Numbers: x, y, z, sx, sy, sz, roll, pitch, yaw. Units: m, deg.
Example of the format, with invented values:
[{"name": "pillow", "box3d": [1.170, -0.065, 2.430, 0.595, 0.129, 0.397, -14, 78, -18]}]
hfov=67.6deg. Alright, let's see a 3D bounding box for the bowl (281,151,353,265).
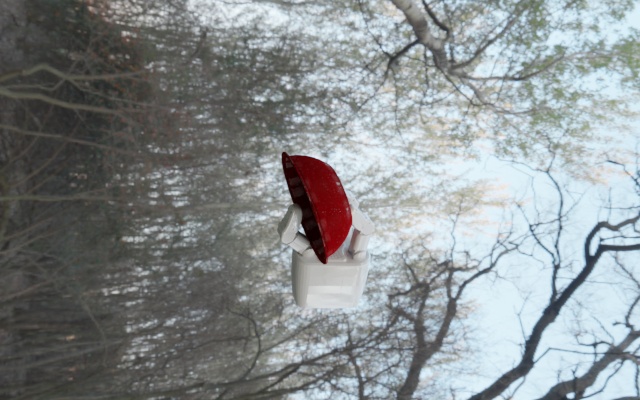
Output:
[{"name": "bowl", "box3d": [0.000, 0.001, 0.646, 0.055, 0.162, 0.162, -21, 3, -9]}]
